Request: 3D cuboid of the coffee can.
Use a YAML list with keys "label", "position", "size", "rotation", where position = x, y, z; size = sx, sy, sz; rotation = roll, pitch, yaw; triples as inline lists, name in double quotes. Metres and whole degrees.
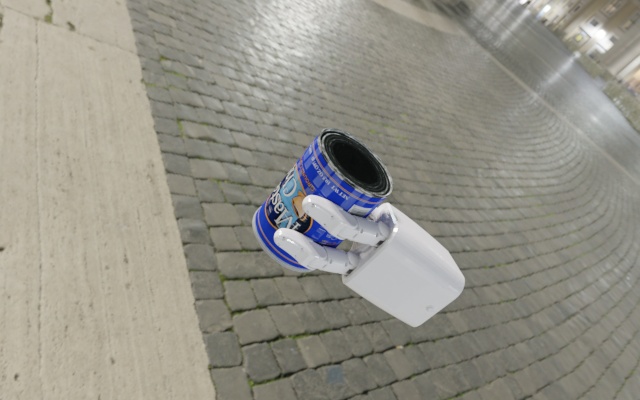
- label: "coffee can"
  position: [0.000, 0.002, 0.553]
  size: [0.103, 0.102, 0.140]
  rotation: [0, -40, -48]
